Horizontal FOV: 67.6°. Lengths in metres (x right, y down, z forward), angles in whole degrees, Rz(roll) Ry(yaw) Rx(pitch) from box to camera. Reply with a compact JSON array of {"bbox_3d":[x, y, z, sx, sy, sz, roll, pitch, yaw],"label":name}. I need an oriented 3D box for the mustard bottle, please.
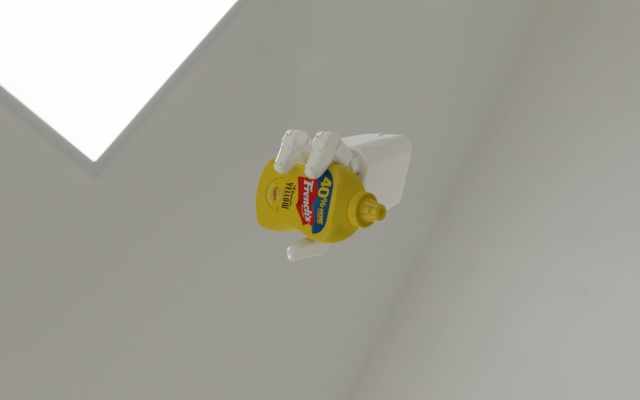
[{"bbox_3d":[0.000,0.002,0.586,0.191,0.096,0.058,10,-2,44],"label":"mustard bottle"}]
